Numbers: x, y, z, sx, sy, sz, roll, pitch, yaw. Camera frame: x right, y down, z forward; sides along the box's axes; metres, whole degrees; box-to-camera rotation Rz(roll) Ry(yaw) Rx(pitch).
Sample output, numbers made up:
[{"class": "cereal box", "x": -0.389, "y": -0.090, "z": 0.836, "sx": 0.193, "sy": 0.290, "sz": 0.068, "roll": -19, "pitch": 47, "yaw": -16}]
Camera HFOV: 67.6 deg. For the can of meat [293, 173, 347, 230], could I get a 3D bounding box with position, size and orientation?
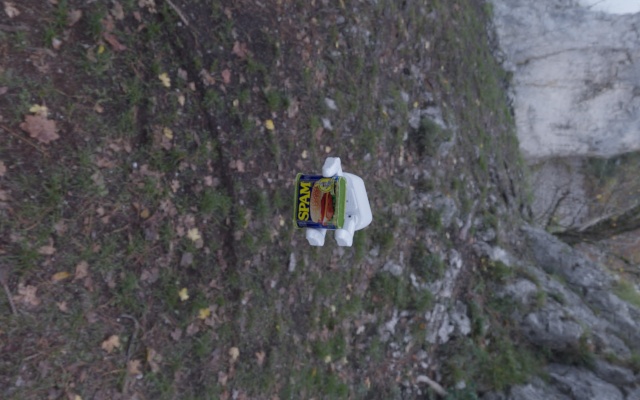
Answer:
[{"class": "can of meat", "x": 0.000, "y": 0.003, "z": 0.866, "sx": 0.084, "sy": 0.102, "sz": 0.057, "roll": 3, "pitch": -3, "yaw": 18}]
